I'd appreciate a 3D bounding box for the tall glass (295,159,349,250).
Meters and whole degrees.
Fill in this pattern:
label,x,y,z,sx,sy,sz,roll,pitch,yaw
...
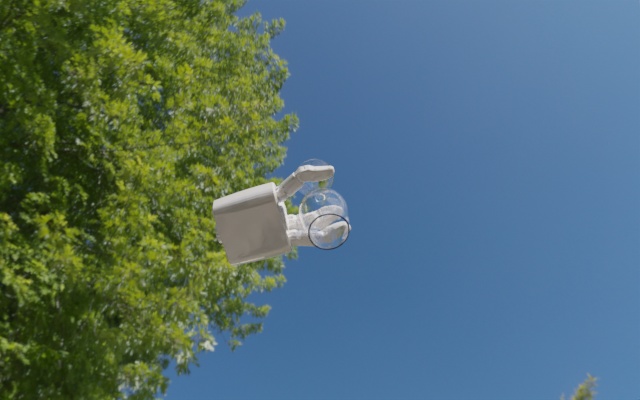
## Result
label,x,y,z,sx,sy,sz,roll,pitch,yaw
tall glass,0.000,0.002,0.786,0.079,0.079,0.201,0,26,-8
